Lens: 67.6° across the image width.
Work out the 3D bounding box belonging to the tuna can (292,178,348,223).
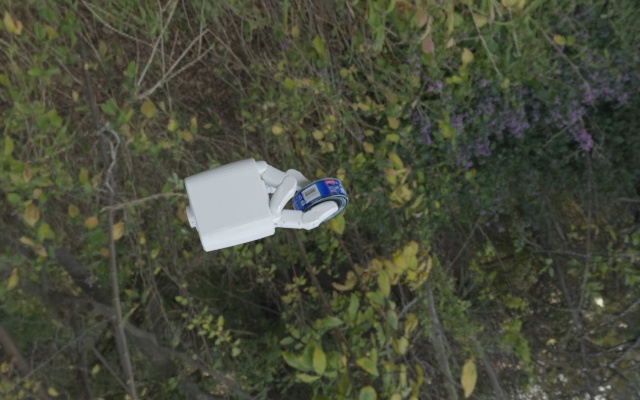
[{"bbox_3d":[0.000,0.003,0.755,0.086,0.033,0.086,-20,-26,-10],"label":"tuna can"}]
